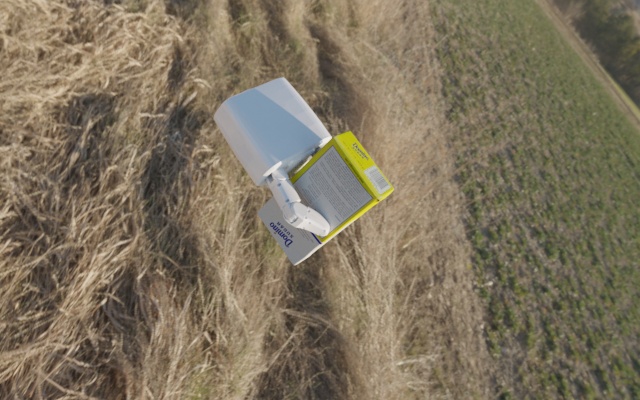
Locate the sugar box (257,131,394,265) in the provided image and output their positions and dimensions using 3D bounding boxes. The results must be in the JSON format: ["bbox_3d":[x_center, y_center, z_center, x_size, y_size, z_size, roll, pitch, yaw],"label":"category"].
[{"bbox_3d":[0.000,0.002,0.613,0.048,0.093,0.176,-28,-9,-49],"label":"sugar box"}]
